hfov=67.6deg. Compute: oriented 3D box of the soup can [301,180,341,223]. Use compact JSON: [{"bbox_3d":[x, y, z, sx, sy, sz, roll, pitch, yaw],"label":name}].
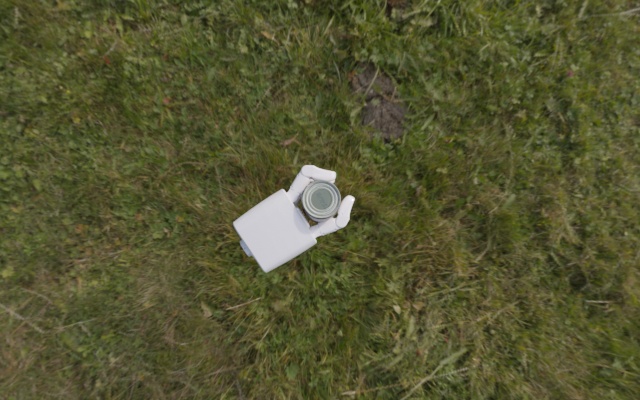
[{"bbox_3d":[0.001,0.003,0.839,0.068,0.068,0.102,0,-6,-1],"label":"soup can"}]
